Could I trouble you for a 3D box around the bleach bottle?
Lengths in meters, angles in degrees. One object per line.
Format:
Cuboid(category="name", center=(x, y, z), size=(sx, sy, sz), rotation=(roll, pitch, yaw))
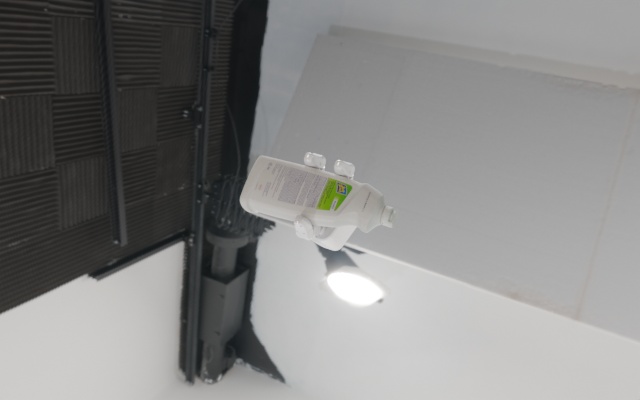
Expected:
Cuboid(category="bleach bottle", center=(0.000, 0.002, 0.781), size=(0.251, 0.102, 0.068), rotation=(17, -14, 19))
